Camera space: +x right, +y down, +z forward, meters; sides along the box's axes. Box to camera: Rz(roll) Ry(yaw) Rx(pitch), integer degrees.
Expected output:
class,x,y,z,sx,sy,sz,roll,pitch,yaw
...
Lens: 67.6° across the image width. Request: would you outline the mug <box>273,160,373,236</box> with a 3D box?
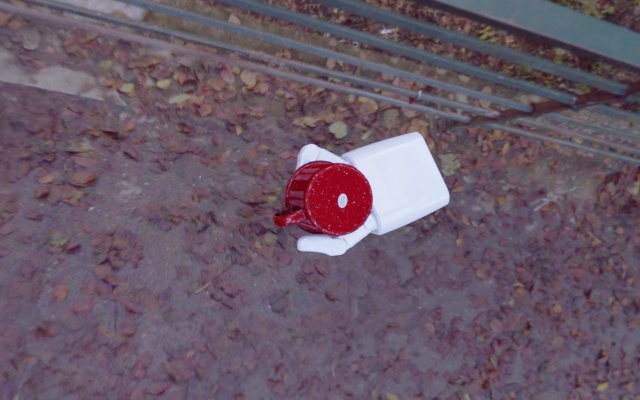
class,x,y,z,sx,sy,sz,roll,pitch,yaw
mug,-0.001,0.002,0.555,0.117,0.093,0.081,-21,8,-14
